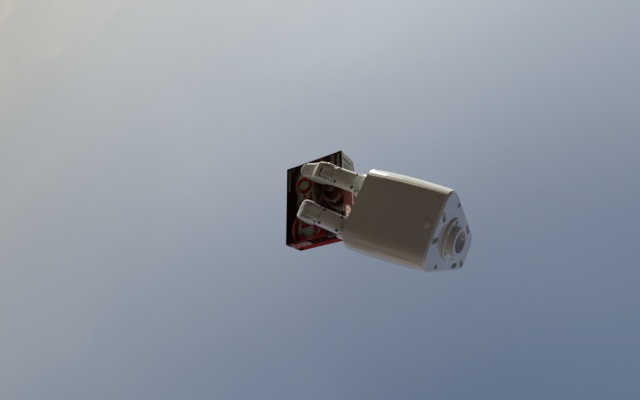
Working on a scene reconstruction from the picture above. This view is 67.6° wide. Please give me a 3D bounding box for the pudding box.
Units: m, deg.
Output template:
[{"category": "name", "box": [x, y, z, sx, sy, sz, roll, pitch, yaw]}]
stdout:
[{"category": "pudding box", "box": [0.000, 0.002, 0.620, 0.090, 0.113, 0.039, -16, -30, 30]}]
